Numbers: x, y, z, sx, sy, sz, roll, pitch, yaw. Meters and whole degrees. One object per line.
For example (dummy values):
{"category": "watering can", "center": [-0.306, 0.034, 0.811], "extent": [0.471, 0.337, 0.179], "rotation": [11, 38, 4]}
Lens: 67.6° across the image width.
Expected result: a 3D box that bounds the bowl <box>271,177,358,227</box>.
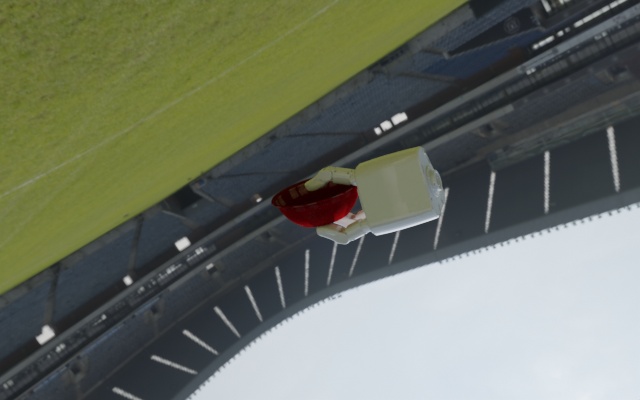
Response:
{"category": "bowl", "center": [-0.001, 0.003, 0.819], "extent": [0.162, 0.055, 0.162], "rotation": [-14, 17, 4]}
